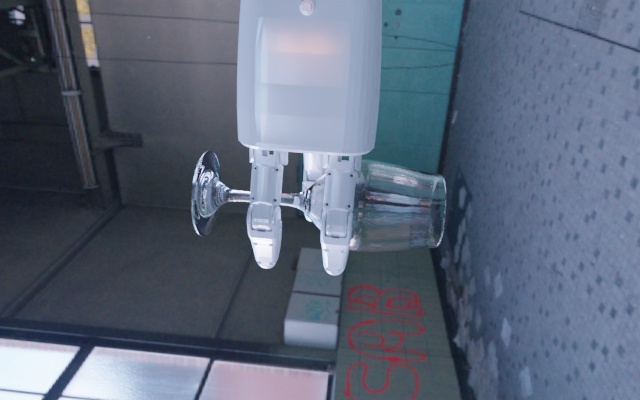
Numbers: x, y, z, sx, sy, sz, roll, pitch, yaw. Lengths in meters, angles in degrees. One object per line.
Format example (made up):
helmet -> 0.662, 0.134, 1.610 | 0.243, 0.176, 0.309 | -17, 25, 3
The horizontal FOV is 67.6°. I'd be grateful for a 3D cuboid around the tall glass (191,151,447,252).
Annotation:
tall glass -> -0.001, 0.001, 0.406 | 0.201, 0.079, 0.079 | 5, 0, 4
